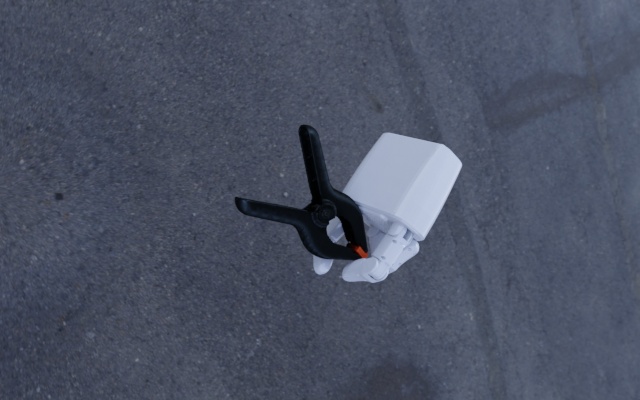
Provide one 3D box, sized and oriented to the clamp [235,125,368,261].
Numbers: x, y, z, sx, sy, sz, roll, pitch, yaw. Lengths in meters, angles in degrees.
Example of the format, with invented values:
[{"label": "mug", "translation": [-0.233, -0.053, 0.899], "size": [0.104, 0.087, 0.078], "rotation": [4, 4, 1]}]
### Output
[{"label": "clamp", "translation": [0.000, 0.002, 0.538], "size": [0.171, 0.120, 0.039], "rotation": [38, -6, -29]}]
